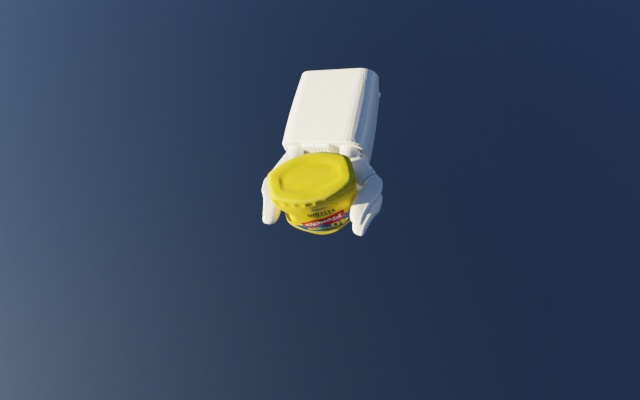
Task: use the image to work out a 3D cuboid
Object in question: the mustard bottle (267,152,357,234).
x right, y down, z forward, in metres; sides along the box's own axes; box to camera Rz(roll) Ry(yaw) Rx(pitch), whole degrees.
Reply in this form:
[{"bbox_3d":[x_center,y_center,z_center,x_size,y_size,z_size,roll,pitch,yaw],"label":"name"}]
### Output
[{"bbox_3d":[0.000,0.002,0.600,0.096,0.058,0.192,-14,-18,3],"label":"mustard bottle"}]
